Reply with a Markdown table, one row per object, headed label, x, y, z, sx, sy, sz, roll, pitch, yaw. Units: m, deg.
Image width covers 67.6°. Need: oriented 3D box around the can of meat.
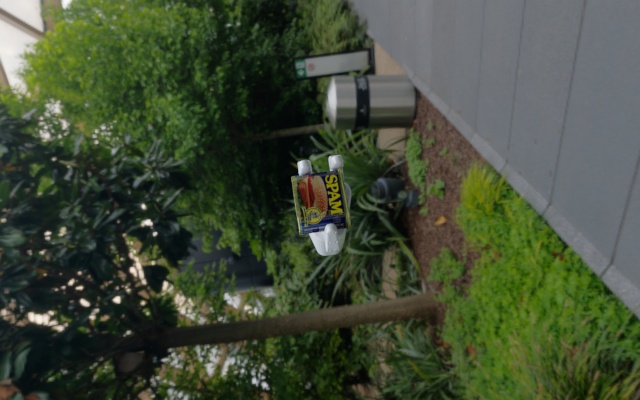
| label | x | y | z | sx | sy | sz | roll | pitch | yaw |
| --- | --- | --- | --- | --- | --- | --- | --- | --- | --- |
| can of meat | 0.000 | 0.003 | 0.787 | 0.084 | 0.102 | 0.057 | -8 | -20 | -2 |
